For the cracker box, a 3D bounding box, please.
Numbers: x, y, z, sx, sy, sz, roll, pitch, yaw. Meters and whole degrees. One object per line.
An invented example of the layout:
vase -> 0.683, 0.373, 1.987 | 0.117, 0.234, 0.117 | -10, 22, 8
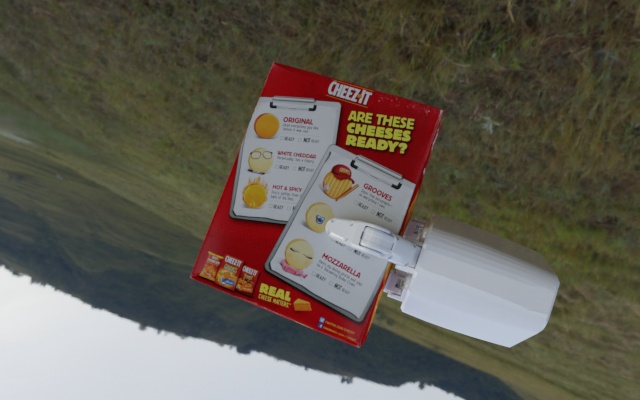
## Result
cracker box -> 0.000, 0.002, 0.444 | 0.164, 0.213, 0.072 | 19, -5, 12
